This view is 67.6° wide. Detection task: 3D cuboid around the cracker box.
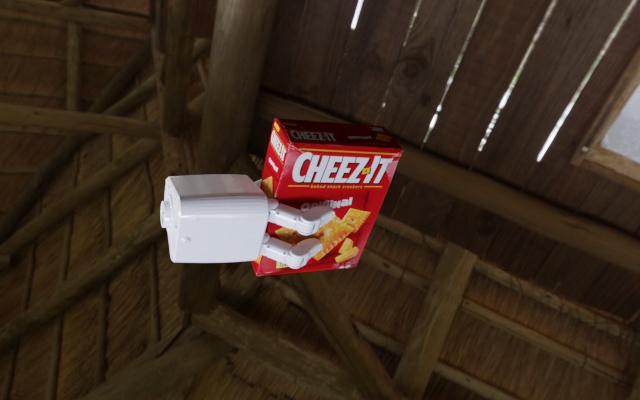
[{"bbox_3d":[0.000,0.002,0.657,0.164,0.214,0.072,-1,37,-26],"label":"cracker box"}]
